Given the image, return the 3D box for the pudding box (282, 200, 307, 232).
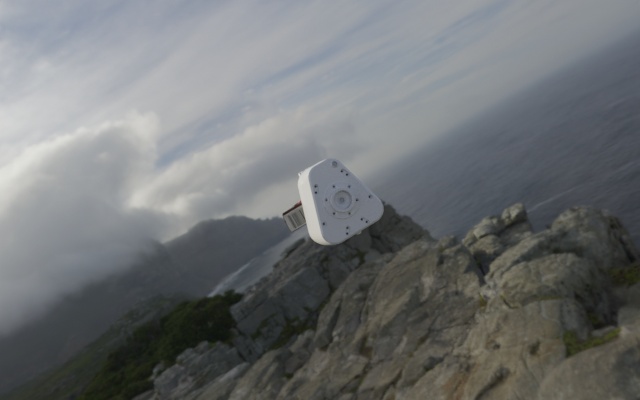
[{"bbox_3d":[0.000,0.003,0.806,0.113,0.039,0.090,-28,3,20],"label":"pudding box"}]
